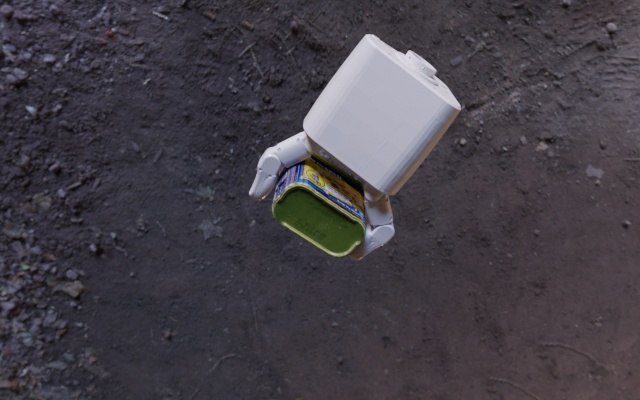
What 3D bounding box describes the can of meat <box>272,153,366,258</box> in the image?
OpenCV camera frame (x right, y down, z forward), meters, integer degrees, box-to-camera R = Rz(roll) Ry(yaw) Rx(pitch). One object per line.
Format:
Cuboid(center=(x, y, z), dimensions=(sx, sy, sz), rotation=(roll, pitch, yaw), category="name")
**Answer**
Cuboid(center=(0.000, 0.002, 0.503), dimensions=(0.102, 0.057, 0.084), rotation=(33, 25, -16), category="can of meat")
